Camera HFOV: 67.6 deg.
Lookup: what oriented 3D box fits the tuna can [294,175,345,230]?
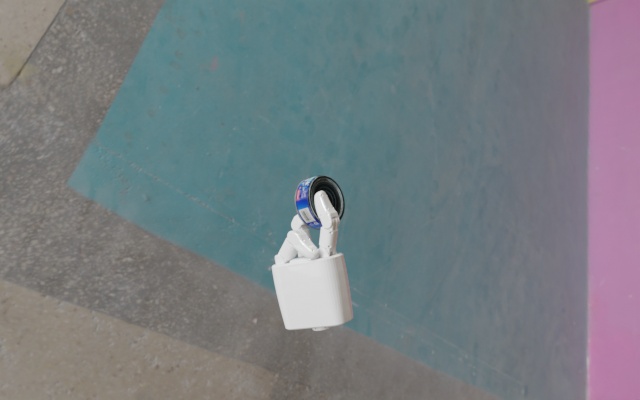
[{"bbox_3d":[0.001,0.002,0.776,0.086,0.086,0.034,0,-12,-46],"label":"tuna can"}]
